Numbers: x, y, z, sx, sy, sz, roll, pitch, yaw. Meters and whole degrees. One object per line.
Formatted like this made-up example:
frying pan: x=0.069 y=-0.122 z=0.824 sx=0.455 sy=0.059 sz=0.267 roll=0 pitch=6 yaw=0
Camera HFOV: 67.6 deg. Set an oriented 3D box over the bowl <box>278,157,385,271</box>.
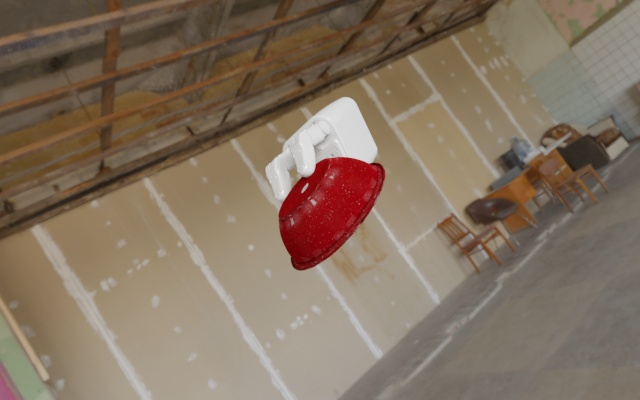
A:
bowl: x=0.000 y=0.002 z=0.563 sx=0.055 sy=0.162 sz=0.162 roll=40 pitch=-14 yaw=-17
